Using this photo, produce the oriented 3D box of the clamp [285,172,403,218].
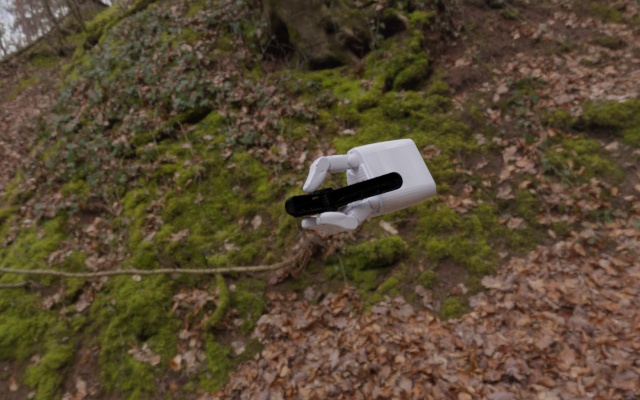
[{"bbox_3d":[0.000,0.002,0.696,0.164,0.036,0.210,-13,-3,-25],"label":"clamp"}]
